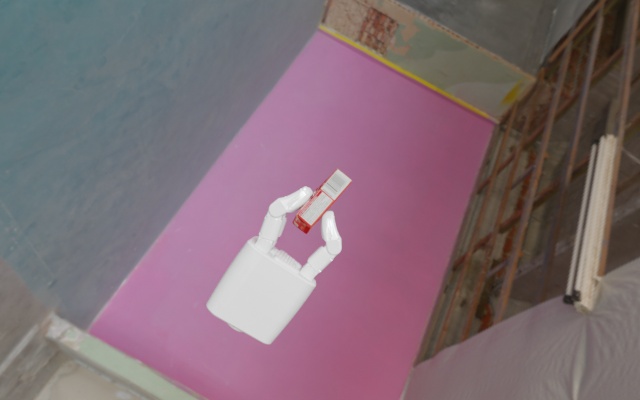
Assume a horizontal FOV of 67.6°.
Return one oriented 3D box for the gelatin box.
[{"bbox_3d":[0.001,0.002,0.664,0.030,0.089,0.073,41,-11,1],"label":"gelatin box"}]
